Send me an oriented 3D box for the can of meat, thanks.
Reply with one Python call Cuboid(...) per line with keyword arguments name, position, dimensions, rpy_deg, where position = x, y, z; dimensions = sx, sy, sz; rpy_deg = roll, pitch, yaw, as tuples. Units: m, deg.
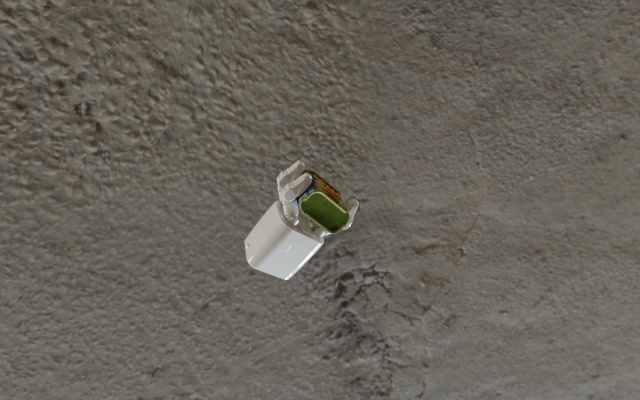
Cuboid(name="can of meat", position=(0.000, 0.003, 0.857), dimensions=(0.102, 0.057, 0.084), rpy_deg=(38, 13, -27))
